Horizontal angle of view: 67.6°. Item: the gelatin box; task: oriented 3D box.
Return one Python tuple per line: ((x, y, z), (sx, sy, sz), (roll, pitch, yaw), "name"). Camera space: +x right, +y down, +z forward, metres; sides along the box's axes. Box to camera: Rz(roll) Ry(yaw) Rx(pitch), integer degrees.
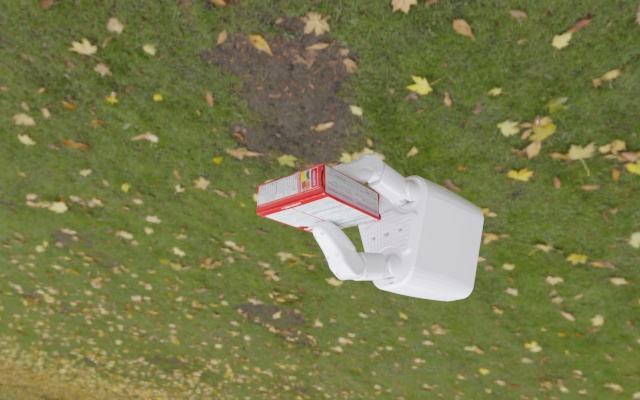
((0.000, 0.002, 0.420), (0.073, 0.030, 0.089), (-16, -24, 35), "gelatin box")
